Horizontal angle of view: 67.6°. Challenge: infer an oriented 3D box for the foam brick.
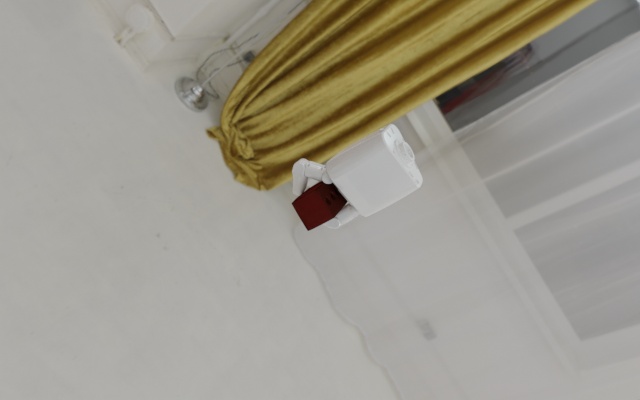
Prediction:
[{"bbox_3d":[0.000,0.003,0.756,0.051,0.053,0.078,-27,9,28],"label":"foam brick"}]
